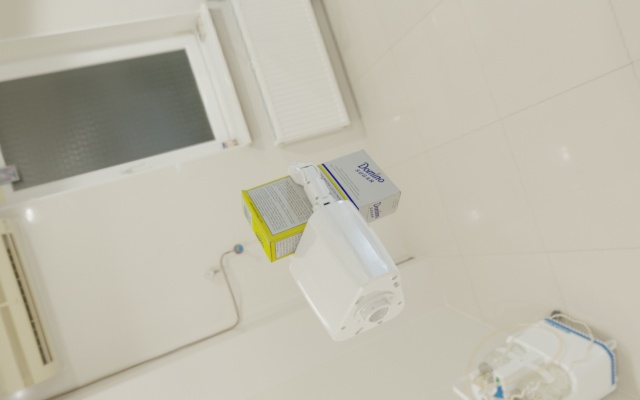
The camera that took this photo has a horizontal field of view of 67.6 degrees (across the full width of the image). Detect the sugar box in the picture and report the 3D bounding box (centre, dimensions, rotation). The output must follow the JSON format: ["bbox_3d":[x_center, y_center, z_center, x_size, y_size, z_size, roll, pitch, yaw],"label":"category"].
[{"bbox_3d":[0.000,0.002,0.591,0.176,0.048,0.093,-18,50,-21],"label":"sugar box"}]
